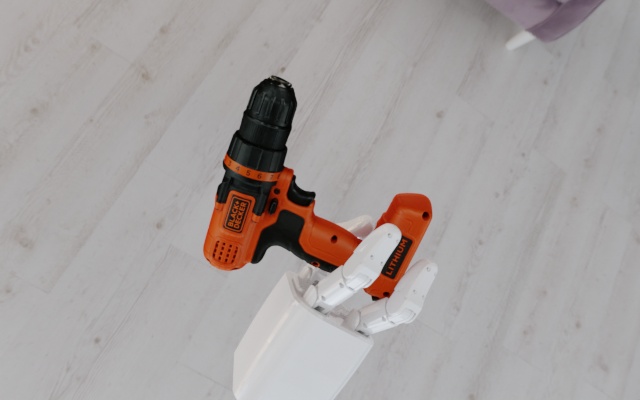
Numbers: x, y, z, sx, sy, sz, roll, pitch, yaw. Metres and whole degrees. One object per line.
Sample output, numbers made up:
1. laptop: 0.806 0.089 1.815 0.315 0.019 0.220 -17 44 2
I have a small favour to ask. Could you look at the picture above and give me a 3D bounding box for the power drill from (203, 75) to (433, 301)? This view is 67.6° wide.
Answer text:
1. power drill: 0.000 0.002 0.433 0.187 0.184 0.057 20 23 -5
